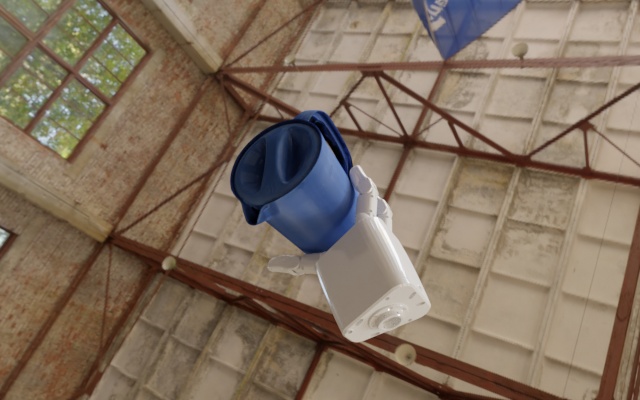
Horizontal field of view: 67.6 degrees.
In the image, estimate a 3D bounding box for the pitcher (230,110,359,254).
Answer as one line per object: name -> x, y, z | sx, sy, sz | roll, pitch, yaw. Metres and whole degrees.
pitcher -> 0.000, 0.002, 0.674 | 0.149, 0.145, 0.243 | -32, -44, 9
